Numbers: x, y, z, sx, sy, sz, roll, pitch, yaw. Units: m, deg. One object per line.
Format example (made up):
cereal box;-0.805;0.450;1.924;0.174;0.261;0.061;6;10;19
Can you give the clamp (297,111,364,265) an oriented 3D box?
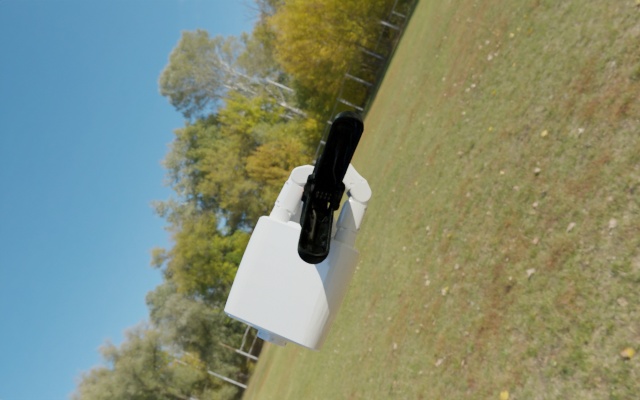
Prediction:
clamp;0.000;0.001;0.430;0.039;0.120;0.171;21;-12;0
